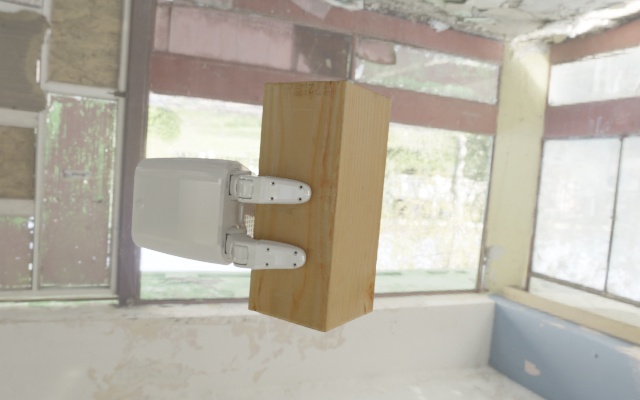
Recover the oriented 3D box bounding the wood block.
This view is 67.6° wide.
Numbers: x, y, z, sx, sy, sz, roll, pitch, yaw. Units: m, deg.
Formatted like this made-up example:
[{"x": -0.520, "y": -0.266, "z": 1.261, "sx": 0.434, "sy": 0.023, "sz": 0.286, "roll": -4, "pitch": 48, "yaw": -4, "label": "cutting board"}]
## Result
[{"x": 0.000, "y": 0.002, "z": 0.446, "sx": 0.090, "sy": 0.206, "sz": 0.091, "roll": 7, "pitch": 5, "yaw": 32, "label": "wood block"}]
